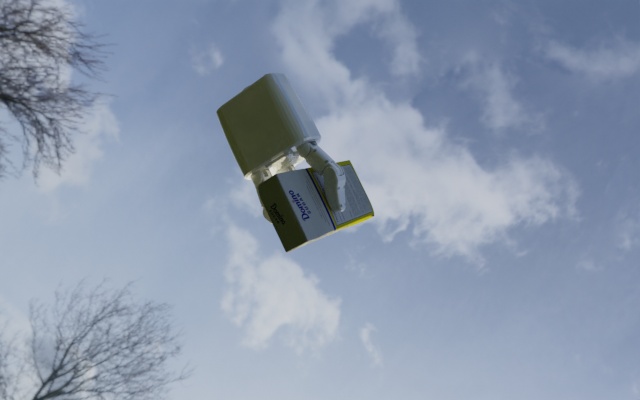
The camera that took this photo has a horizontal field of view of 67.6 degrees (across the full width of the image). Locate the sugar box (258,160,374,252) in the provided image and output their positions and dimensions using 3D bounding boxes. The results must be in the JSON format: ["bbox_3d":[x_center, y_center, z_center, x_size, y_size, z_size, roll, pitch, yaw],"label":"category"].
[{"bbox_3d":[0.000,0.002,0.644,0.048,0.093,0.176,-30,-9,37],"label":"sugar box"}]
